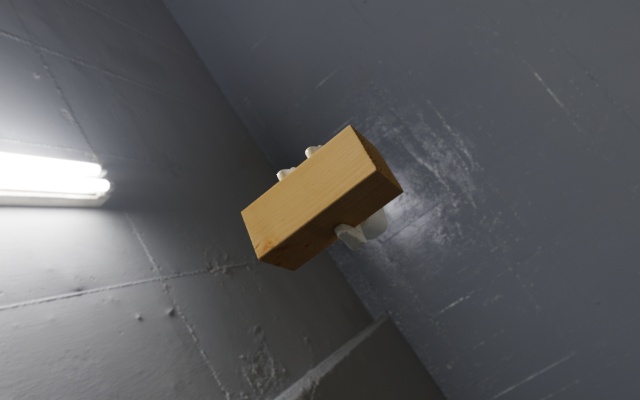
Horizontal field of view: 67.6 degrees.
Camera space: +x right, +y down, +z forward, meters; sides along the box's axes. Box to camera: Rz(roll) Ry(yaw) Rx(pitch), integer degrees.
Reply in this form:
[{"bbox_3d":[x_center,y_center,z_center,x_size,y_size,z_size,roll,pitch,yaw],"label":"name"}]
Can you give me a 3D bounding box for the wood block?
[{"bbox_3d":[0.000,0.003,0.683,0.206,0.090,0.090,-38,-35,16],"label":"wood block"}]
